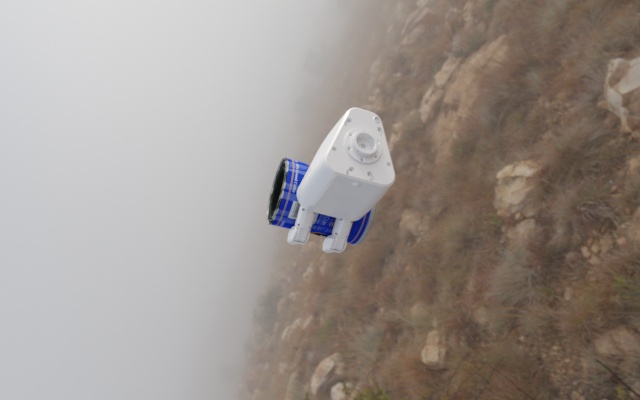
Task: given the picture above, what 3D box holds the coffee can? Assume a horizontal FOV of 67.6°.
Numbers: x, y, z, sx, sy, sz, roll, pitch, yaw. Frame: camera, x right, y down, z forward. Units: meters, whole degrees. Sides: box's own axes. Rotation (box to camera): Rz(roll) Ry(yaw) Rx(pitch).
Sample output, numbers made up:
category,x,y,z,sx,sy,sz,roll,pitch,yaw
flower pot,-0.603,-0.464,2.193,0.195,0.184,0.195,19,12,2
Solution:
category,x,y,z,sx,sy,sz,roll,pitch,yaw
coffee can,0.000,0.002,0.715,0.140,0.103,0.103,14,-4,-14
